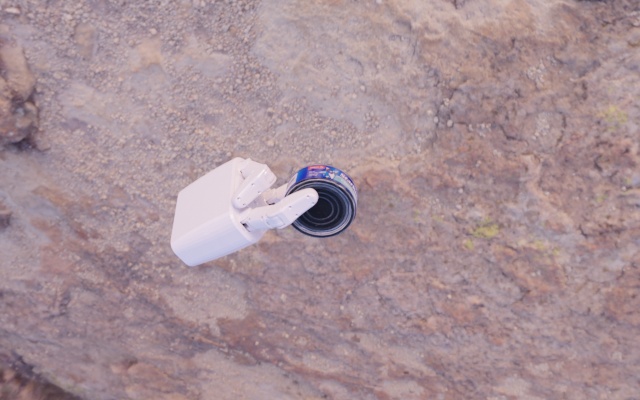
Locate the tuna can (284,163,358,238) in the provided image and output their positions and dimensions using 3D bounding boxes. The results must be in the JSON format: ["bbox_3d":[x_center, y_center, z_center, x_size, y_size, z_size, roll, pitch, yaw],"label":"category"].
[{"bbox_3d":[0.000,0.002,0.556,0.086,0.086,0.033,0,34,7],"label":"tuna can"}]
